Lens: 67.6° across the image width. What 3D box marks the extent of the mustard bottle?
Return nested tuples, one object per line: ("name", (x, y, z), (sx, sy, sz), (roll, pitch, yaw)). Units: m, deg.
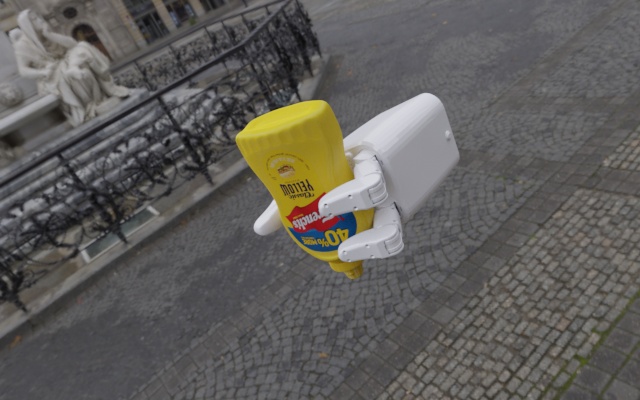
("mustard bottle", (0.000, 0.002, 0.471), (0.096, 0.192, 0.058), (-10, 31, 30))
